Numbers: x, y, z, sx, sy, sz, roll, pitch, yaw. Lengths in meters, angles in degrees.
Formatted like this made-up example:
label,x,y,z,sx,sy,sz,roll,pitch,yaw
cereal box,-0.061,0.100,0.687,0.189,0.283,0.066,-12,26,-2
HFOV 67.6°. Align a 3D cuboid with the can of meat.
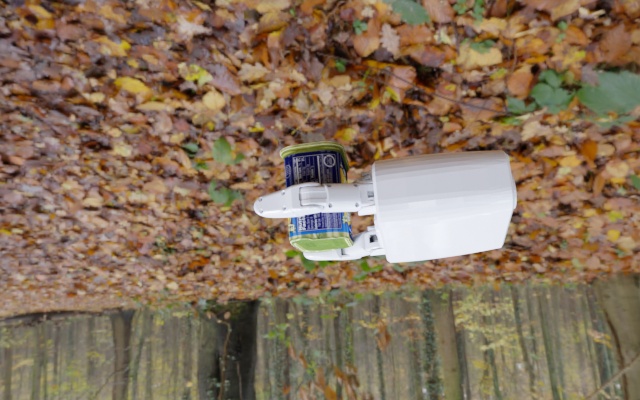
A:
label,x,y,z,sx,sy,sz,roll,pitch,yaw
can of meat,0.000,0.002,0.446,0.057,0.084,0.102,-6,-12,7
